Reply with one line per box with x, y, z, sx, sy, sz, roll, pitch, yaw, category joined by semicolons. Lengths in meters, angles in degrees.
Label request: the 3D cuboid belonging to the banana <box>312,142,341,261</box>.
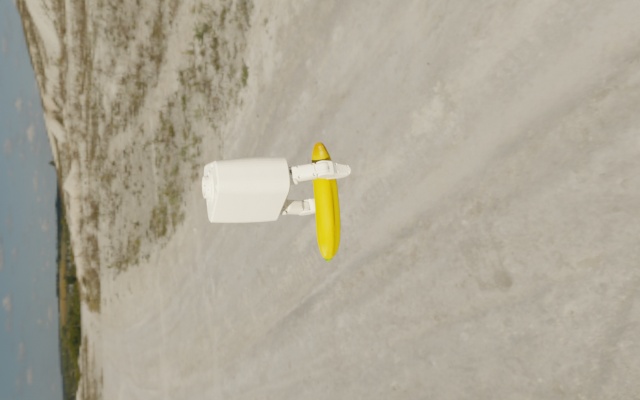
0.006;0.008;0.749;0.037;0.198;0.069;-6;9;-18;banana
